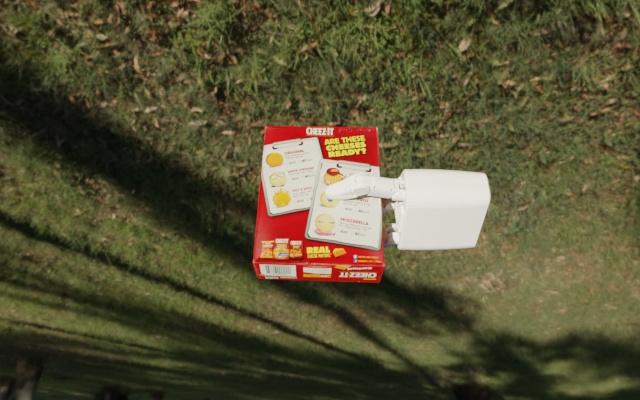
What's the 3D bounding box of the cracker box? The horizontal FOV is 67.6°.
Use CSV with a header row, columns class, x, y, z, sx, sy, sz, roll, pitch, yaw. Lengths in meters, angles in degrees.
class,x,y,z,sx,sy,sz,roll,pitch,yaw
cracker box,0.000,0.002,0.656,0.164,0.213,0.072,1,-30,0
